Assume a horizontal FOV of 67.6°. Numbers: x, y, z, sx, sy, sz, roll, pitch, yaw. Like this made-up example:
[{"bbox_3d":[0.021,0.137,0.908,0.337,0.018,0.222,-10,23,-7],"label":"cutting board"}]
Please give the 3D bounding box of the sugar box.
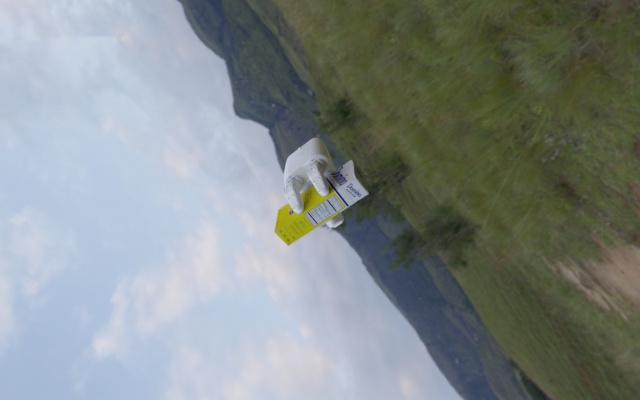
[{"bbox_3d":[0.000,0.002,0.856,0.176,0.048,0.093,-37,21,15],"label":"sugar box"}]
